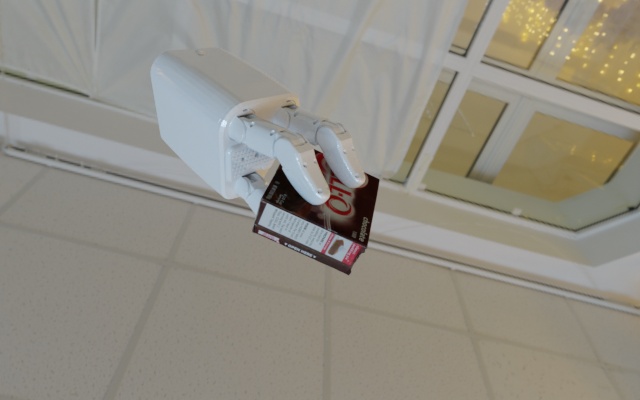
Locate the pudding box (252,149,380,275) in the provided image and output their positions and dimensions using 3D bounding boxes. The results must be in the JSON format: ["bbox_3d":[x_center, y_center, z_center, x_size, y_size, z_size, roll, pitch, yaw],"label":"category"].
[{"bbox_3d":[0.000,0.001,0.412,0.090,0.039,0.113,24,35,-3],"label":"pudding box"}]
